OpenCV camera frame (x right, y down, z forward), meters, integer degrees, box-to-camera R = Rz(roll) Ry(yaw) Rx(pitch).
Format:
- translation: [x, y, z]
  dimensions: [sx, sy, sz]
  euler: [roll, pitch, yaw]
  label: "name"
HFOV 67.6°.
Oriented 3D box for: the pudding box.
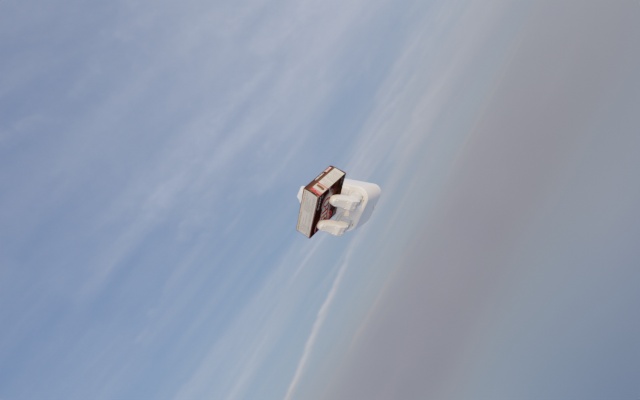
- translation: [0.000, 0.003, 0.880]
  dimensions: [0.039, 0.114, 0.090]
  euler: [29, 46, 19]
  label: "pudding box"
